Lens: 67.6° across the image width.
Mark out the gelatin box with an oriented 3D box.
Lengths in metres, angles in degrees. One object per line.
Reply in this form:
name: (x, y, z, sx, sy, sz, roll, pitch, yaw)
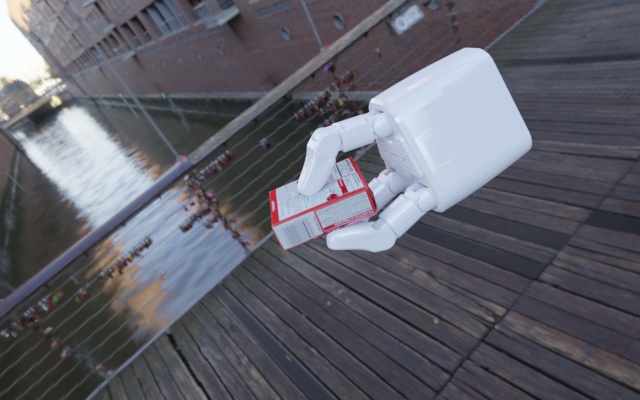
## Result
gelatin box: (0.000, 0.001, 0.428, 0.089, 0.030, 0.073, -22, 26, 2)
